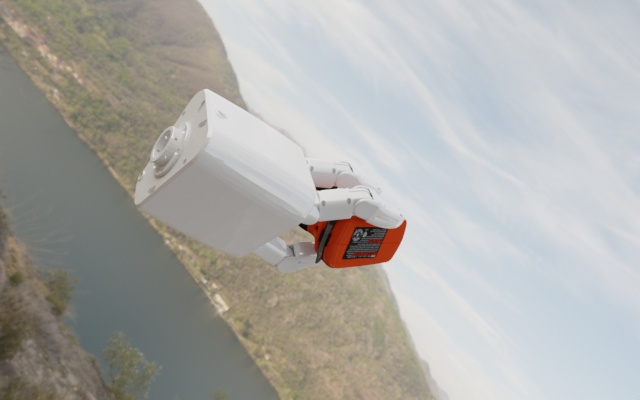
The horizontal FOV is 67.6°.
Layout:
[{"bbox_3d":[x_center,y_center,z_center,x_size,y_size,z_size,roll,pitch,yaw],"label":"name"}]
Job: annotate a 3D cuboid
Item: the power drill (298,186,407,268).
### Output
[{"bbox_3d":[0.000,0.002,0.525,0.184,0.057,0.187,0,25,-46],"label":"power drill"}]
